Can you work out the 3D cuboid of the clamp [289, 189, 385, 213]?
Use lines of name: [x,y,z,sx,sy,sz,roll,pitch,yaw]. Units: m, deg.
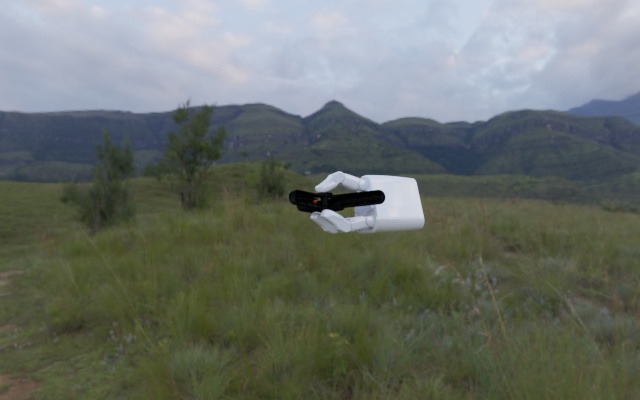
clamp: [0.000,0.002,0.872,0.164,0.036,0.210,2,-6,-21]
